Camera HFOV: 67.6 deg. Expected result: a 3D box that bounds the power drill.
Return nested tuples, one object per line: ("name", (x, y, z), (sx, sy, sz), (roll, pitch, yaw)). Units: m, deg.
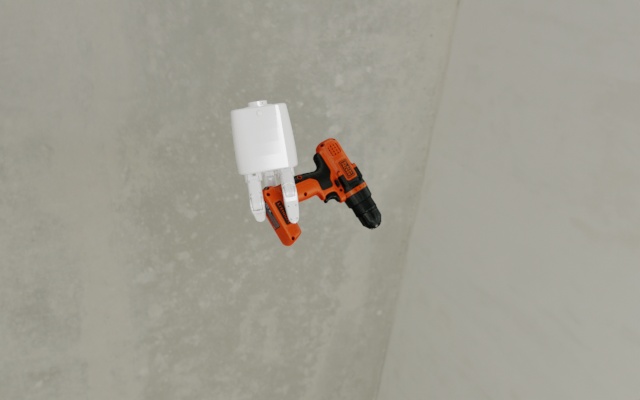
("power drill", (0.000, 0.003, 0.840), (0.187, 0.184, 0.057), (-31, -3, -25))
